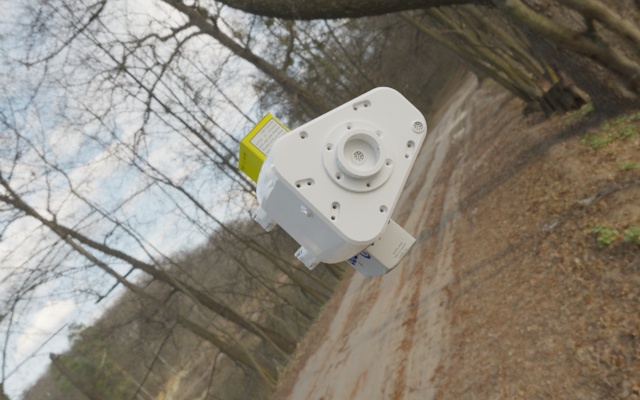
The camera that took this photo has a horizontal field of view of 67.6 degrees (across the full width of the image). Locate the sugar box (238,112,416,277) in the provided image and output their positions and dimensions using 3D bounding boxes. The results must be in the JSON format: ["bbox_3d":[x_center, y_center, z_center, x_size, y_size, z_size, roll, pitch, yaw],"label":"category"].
[{"bbox_3d":[0.000,0.002,0.460,0.176,0.048,0.093,43,-15,1],"label":"sugar box"}]
